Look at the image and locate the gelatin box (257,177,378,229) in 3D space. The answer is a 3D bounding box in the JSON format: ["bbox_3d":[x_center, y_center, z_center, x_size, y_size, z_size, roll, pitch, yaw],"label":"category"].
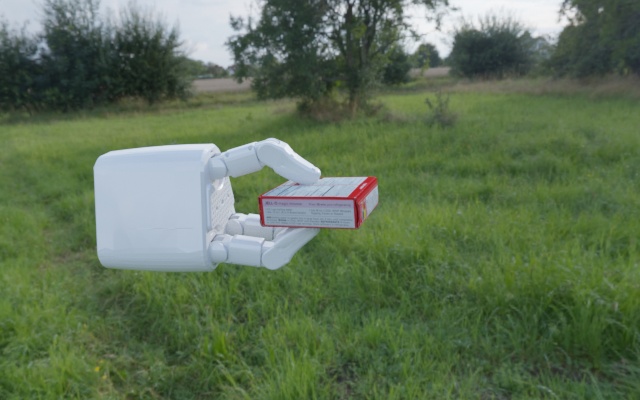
[{"bbox_3d":[0.000,0.001,0.421,0.089,0.030,0.073,0,15,20],"label":"gelatin box"}]
